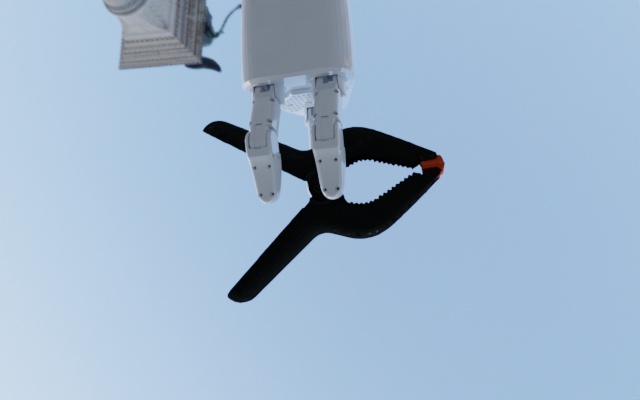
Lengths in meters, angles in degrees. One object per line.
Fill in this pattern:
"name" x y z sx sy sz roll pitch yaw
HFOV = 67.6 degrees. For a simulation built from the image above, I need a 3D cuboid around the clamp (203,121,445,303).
"clamp" 0.001 0.001 0.410 0.210 0.164 0.036 -5 -5 13
